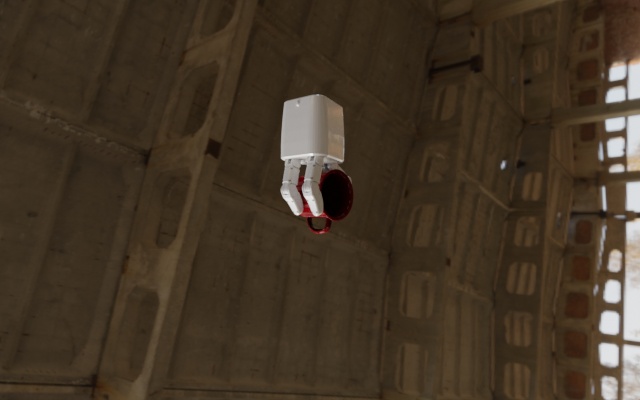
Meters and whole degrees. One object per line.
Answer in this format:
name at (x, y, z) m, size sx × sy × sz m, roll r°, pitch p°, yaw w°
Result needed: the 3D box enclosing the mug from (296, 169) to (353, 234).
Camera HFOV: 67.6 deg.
mug at (0.000, 0.004, 0.881) m, size 0.081 × 0.117 × 0.093 m, roll -1°, pitch -6°, yaw 43°
